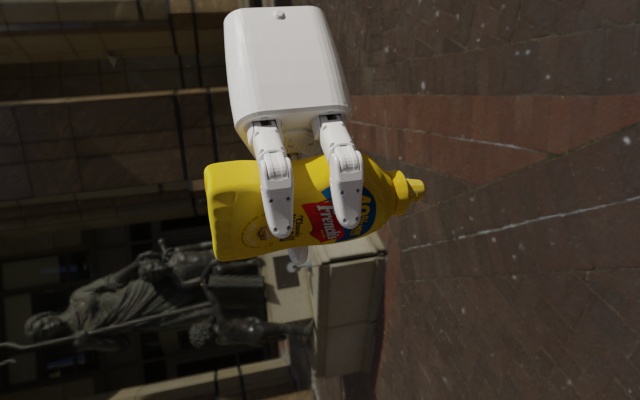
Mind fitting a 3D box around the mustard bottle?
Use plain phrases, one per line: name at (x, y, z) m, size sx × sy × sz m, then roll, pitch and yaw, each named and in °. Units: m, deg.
mustard bottle at (0.000, 0.002, 0.417) m, size 0.191 × 0.058 × 0.096 m, roll -7°, pitch -43°, yaw -13°
